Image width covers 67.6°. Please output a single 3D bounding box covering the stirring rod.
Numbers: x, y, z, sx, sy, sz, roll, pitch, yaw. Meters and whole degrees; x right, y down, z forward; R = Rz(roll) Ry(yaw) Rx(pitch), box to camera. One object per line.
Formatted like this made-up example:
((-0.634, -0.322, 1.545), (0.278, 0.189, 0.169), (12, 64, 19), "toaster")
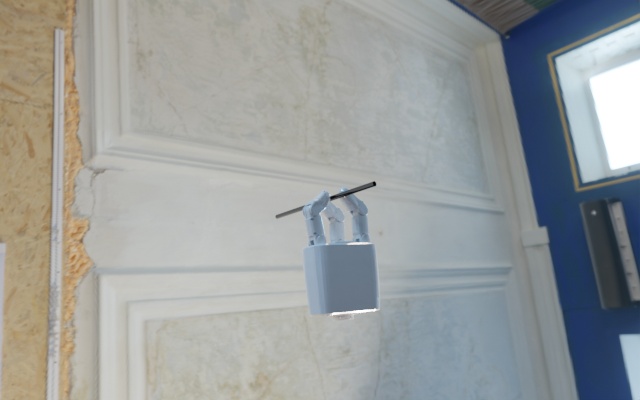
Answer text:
((0.000, 0.003, 0.789), (0.011, 0.011, 0.239), (0, -13, -43), "stirring rod")
